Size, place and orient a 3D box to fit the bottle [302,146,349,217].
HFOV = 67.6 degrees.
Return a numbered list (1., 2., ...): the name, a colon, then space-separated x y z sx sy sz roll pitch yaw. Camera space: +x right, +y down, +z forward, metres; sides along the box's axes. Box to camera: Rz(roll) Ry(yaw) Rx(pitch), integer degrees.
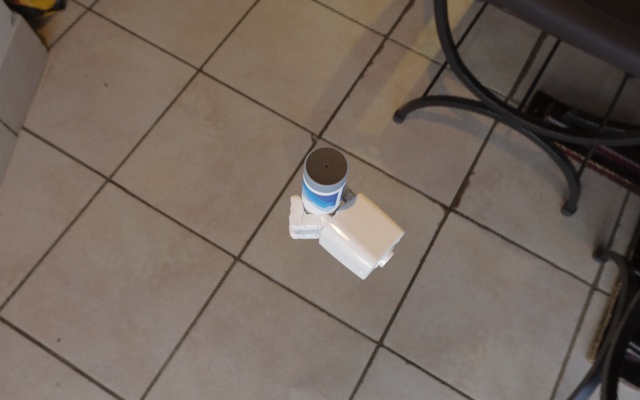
1. bottle: 0.000 0.003 0.837 0.069 0.069 0.296 0 -21 -4
